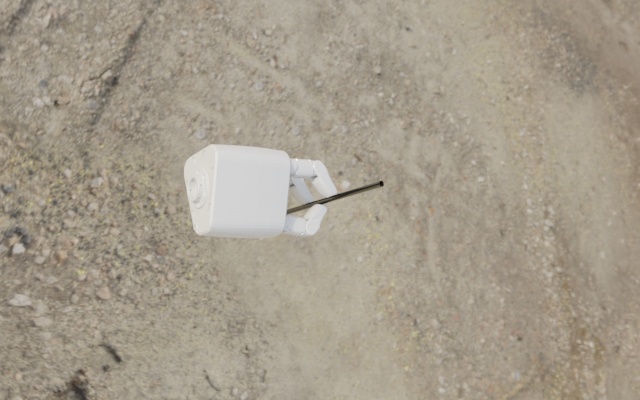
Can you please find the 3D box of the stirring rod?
[{"bbox_3d":[0.000,0.002,0.685,0.011,0.011,0.239,0,-11,-40],"label":"stirring rod"}]
